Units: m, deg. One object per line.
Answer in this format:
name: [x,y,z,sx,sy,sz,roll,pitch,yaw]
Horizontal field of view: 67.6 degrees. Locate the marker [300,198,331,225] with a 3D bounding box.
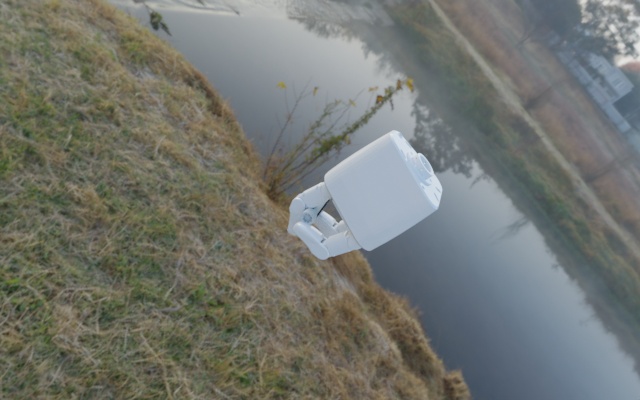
marker: [0.000,0.002,0.675,0.020,0.020,0.121,0,21,18]
